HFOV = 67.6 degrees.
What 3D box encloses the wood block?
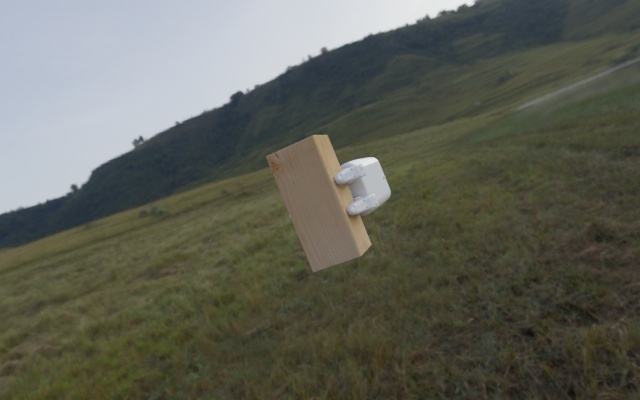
[{"bbox_3d":[0.000,0.003,0.805,0.091,0.206,0.090,-22,1,19],"label":"wood block"}]
